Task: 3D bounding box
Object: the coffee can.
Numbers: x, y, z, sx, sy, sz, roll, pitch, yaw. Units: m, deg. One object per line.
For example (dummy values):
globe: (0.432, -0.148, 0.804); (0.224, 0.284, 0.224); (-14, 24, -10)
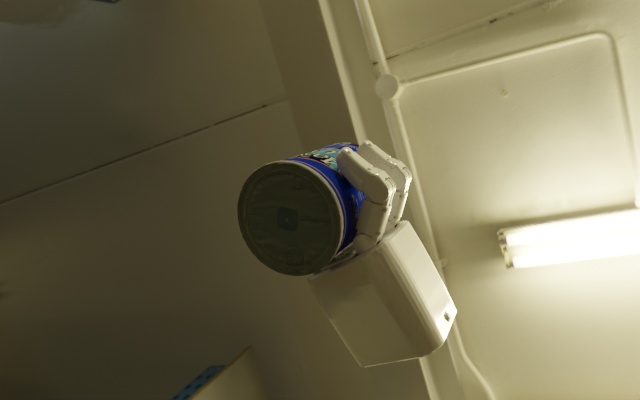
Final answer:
coffee can: (0.000, 0.001, 0.471); (0.103, 0.103, 0.140); (0, 13, 26)
